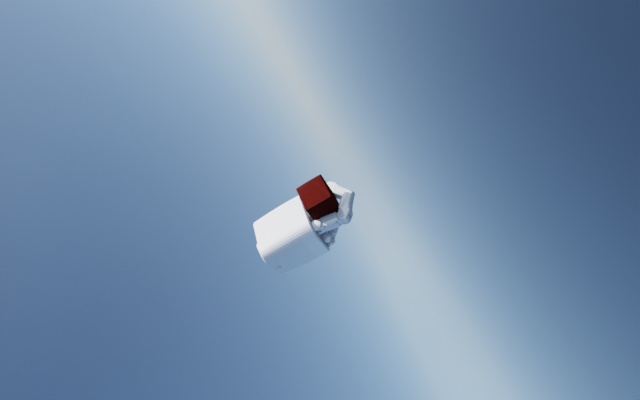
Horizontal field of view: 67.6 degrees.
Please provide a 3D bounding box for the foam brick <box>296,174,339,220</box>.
[{"bbox_3d":[0.000,0.003,0.841,0.051,0.053,0.078,-28,-34,5],"label":"foam brick"}]
